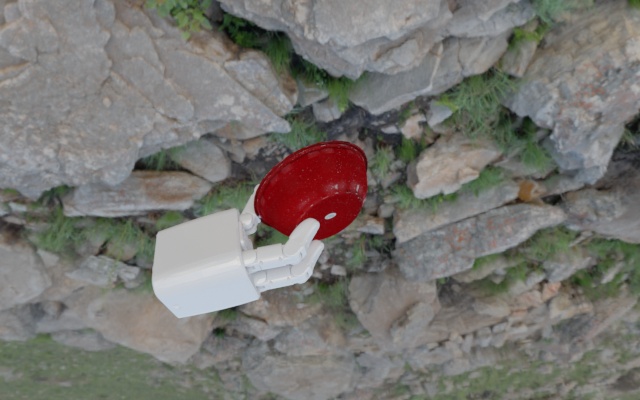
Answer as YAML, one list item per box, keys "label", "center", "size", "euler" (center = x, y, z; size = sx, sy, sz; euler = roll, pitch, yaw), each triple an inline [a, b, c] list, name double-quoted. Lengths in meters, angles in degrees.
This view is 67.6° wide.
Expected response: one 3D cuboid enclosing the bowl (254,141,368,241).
- label: "bowl"
  center: [0.001, 0.002, 0.604]
  size: [0.162, 0.055, 0.162]
  euler: [-21, -34, -15]
